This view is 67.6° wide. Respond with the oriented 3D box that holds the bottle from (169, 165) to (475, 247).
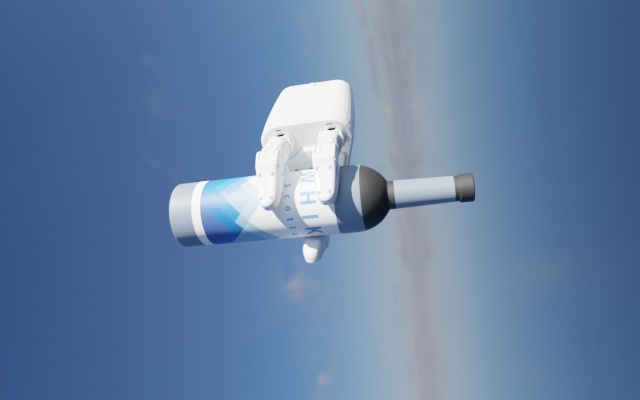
[{"bbox_3d":[0.000,0.002,0.478,0.296,0.069,0.069,-6,-1,11],"label":"bottle"}]
